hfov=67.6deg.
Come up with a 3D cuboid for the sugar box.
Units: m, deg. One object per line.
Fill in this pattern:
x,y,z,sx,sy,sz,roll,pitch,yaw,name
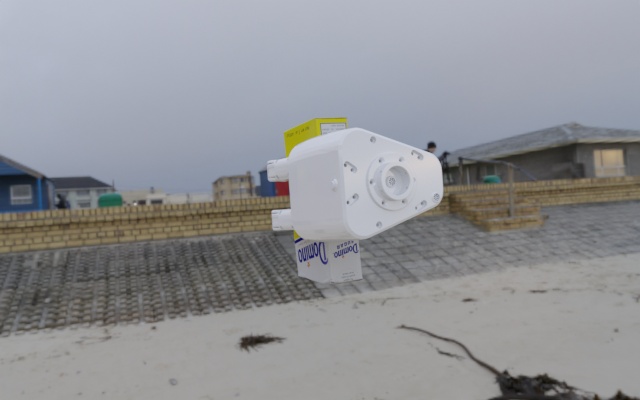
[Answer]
0.000,0.002,0.540,0.048,0.176,0.093,-3,-1,-25,sugar box
